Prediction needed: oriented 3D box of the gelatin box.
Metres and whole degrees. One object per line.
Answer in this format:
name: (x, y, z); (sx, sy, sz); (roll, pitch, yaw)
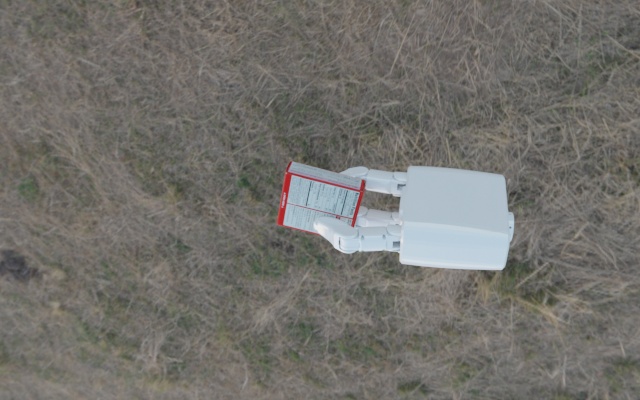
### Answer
gelatin box: (0.000, 0.002, 0.540); (0.089, 0.073, 0.030); (13, 34, 2)
